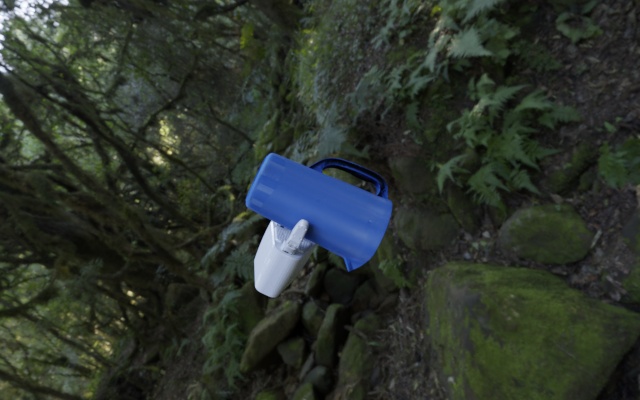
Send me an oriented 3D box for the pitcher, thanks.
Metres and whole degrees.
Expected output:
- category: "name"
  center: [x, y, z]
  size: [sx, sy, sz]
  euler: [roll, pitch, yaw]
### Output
- category: "pitcher"
  center: [0.000, 0.003, 0.857]
  size: [0.243, 0.145, 0.149]
  euler: [25, 28, -5]
